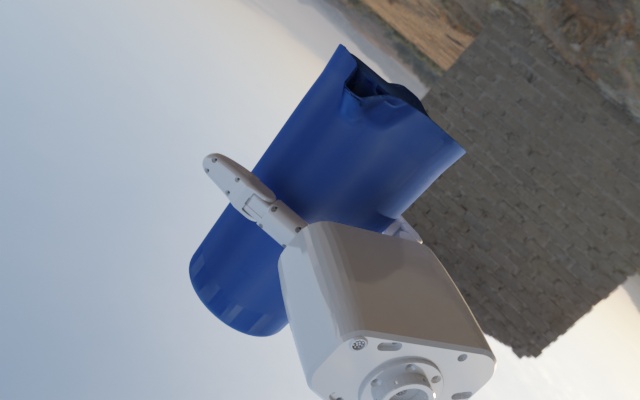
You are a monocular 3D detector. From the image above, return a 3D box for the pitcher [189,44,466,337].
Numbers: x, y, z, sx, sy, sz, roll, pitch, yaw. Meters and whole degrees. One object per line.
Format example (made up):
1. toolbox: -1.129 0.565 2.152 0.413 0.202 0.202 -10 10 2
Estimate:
1. pitcher: 0.000 0.001 0.424 0.149 0.243 0.145 33 17 -26
